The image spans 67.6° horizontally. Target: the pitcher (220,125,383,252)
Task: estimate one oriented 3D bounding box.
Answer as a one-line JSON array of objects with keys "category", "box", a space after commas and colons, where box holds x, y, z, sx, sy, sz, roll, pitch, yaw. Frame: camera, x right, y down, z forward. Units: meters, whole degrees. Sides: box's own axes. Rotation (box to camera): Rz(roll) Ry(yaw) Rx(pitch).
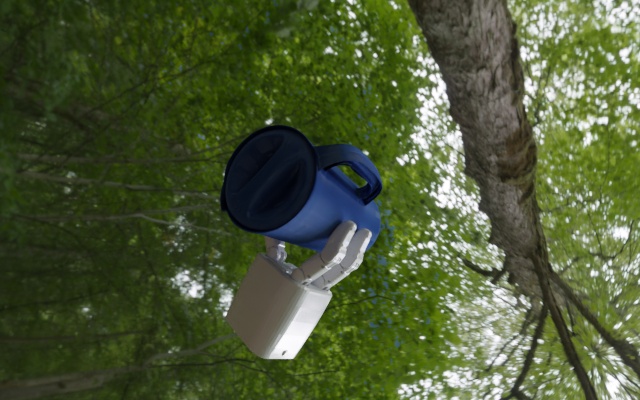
[{"category": "pitcher", "box": [0.000, 0.002, 0.645, 0.149, 0.145, 0.243, 26, -2, 33]}]
